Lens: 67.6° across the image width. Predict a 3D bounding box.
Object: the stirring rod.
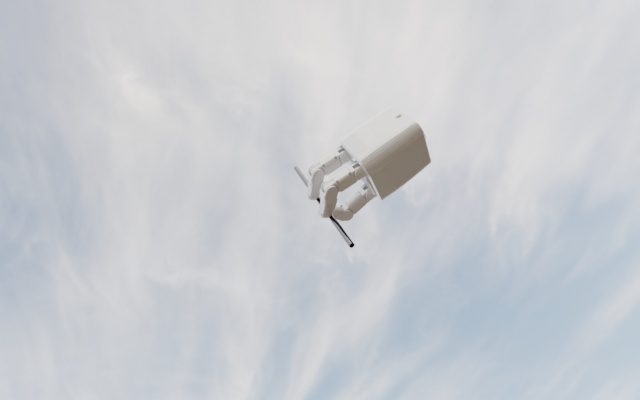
[{"bbox_3d":[0.000,0.003,0.764,0.011,0.011,0.239,0,30,-25],"label":"stirring rod"}]
